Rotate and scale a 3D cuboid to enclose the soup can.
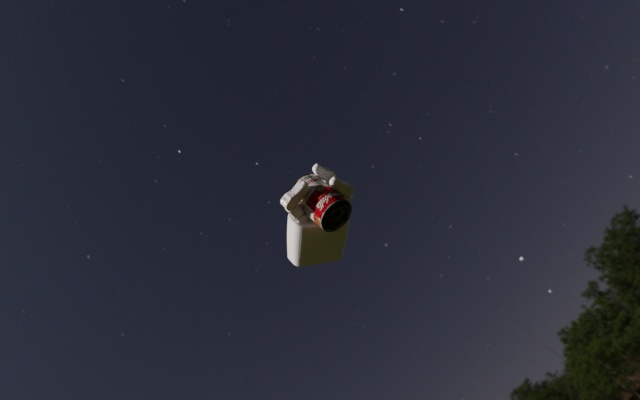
[{"bbox_3d":[0.000,0.002,0.881,0.068,0.068,0.102,0,30,-42],"label":"soup can"}]
